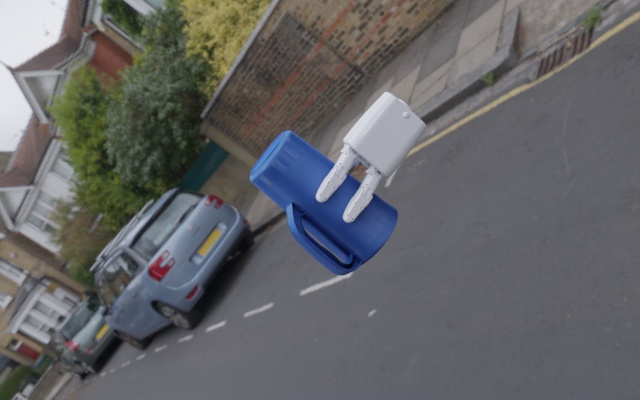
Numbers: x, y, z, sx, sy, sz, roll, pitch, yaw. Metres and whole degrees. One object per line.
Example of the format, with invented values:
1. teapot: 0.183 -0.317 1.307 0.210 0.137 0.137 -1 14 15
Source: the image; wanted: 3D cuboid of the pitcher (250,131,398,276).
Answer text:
1. pitcher: 0.000 0.002 0.808 0.243 0.145 0.149 38 5 -14
